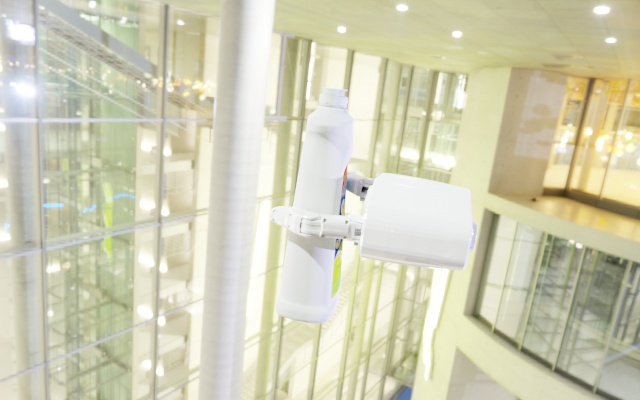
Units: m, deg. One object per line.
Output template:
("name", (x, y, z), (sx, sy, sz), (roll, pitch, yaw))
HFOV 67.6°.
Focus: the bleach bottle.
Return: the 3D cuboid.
("bleach bottle", (0.000, 0.002, 0.538), (0.068, 0.251, 0.102), (9, 14, 10))
